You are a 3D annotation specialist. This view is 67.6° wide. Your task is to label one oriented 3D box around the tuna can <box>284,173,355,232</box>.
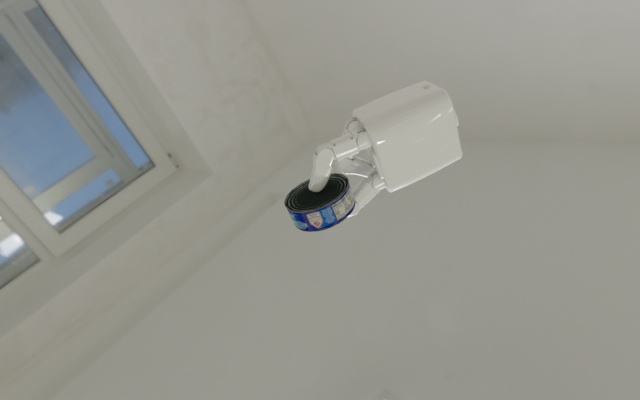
[{"bbox_3d":[0.000,0.002,0.603,0.086,0.034,0.086,-18,27,9],"label":"tuna can"}]
